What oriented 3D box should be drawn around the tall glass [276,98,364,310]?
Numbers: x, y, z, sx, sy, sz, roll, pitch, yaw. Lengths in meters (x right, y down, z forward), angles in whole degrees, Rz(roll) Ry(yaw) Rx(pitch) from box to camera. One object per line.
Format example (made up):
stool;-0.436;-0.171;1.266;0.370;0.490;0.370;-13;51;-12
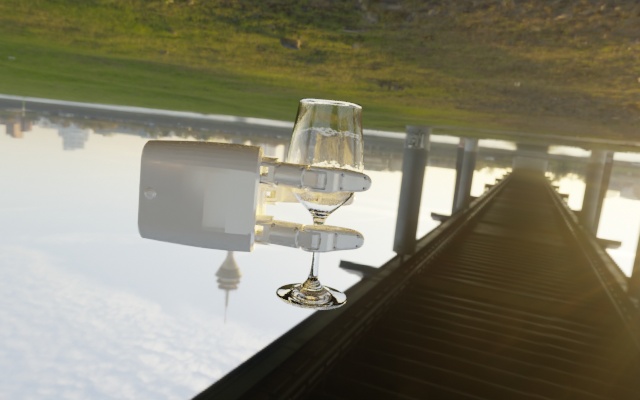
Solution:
tall glass;0.000;0.002;0.483;0.079;0.201;0.079;6;8;-1
